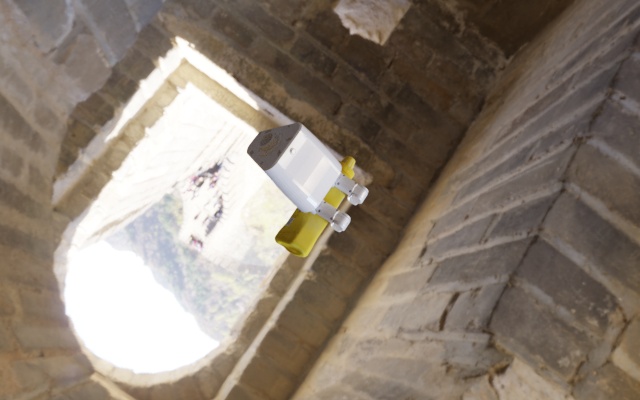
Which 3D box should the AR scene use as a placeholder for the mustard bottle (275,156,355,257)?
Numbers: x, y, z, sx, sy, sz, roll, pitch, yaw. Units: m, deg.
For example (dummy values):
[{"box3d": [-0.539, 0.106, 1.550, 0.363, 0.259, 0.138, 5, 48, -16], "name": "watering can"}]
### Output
[{"box3d": [0.000, 0.003, 0.808, 0.058, 0.191, 0.096, 38, -15, -12], "name": "mustard bottle"}]
